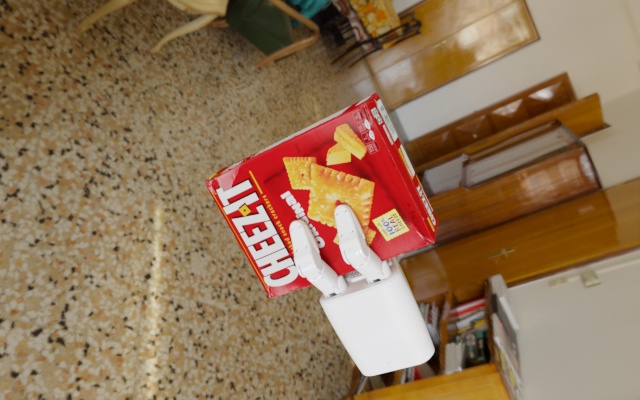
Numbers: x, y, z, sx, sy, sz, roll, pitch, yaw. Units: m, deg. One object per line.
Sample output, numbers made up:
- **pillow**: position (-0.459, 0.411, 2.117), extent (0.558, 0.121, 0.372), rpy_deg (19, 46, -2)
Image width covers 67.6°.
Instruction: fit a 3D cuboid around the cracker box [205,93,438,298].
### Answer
- **cracker box**: position (0.000, 0.002, 0.540), extent (0.214, 0.164, 0.072), rpy_deg (-23, 11, 23)
